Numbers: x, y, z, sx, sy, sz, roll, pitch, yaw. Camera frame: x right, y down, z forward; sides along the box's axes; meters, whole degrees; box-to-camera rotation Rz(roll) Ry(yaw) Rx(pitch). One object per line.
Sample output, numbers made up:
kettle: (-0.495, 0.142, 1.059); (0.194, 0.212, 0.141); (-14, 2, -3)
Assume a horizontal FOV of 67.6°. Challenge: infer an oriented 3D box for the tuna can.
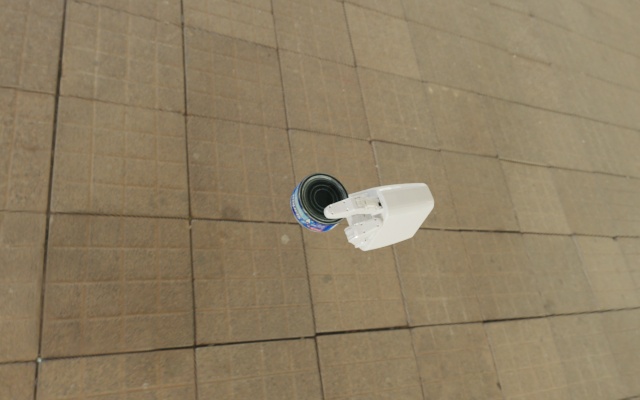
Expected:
tuna can: (0.000, 0.002, 0.716); (0.086, 0.086, 0.034); (0, -22, -26)
